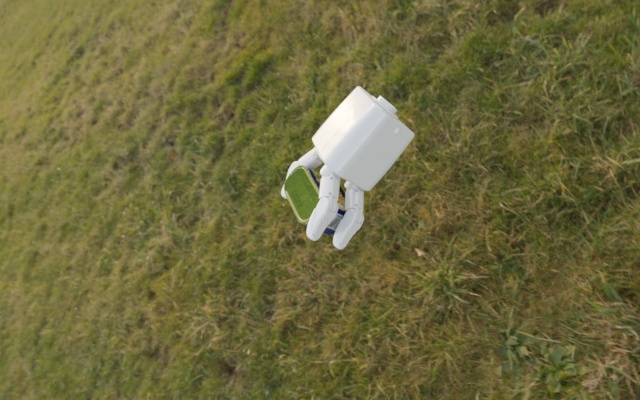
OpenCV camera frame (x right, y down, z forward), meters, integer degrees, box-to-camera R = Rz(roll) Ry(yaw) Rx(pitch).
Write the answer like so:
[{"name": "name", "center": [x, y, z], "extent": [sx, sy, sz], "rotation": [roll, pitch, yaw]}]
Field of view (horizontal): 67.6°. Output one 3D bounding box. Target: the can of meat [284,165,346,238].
[{"name": "can of meat", "center": [0.000, 0.002, 0.712], "extent": [0.084, 0.057, 0.102], "rotation": [26, 26, -44]}]
